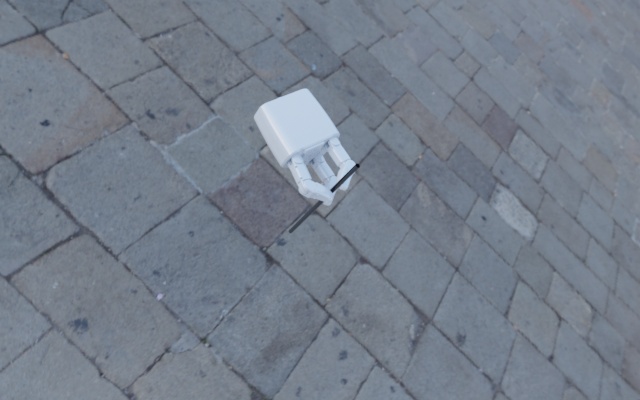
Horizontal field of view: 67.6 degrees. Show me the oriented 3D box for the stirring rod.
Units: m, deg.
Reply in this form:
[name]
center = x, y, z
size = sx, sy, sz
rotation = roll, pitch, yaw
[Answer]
[stirring rod]
center = 0.000, 0.003, 0.834
size = 0.011, 0.011, 0.240
rotation = 0, -28, -33
